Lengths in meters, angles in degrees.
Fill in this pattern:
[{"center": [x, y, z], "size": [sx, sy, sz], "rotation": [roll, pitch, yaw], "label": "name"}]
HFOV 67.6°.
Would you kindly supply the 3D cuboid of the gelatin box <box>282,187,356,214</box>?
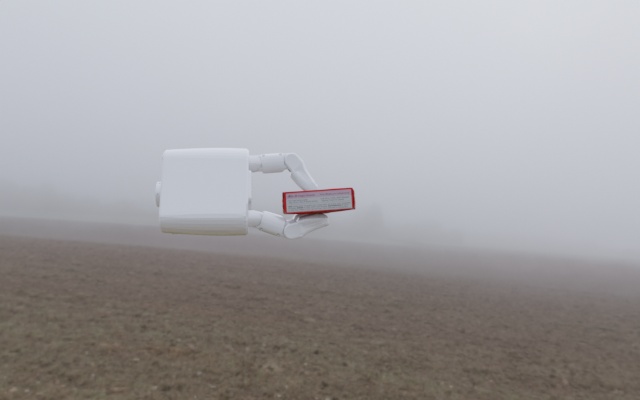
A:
[{"center": [0.000, 0.002, 0.612], "size": [0.089, 0.030, 0.073], "rotation": [-5, -2, 5], "label": "gelatin box"}]
